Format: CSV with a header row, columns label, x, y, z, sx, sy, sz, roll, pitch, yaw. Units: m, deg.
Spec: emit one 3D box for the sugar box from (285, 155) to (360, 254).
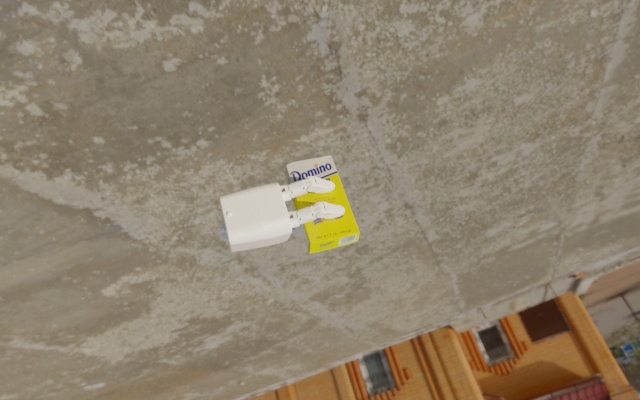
label,x,y,z,sx,sy,sz,roll,pitch,yaw
sugar box,0.000,0.003,0.871,0.093,0.176,0.048,-12,-28,-12
